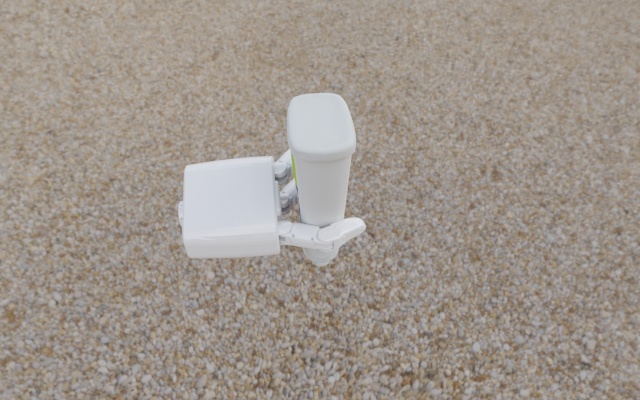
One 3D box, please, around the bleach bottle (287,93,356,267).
[{"bbox_3d":[0.000,0.002,0.575,0.068,0.102,0.251,-4,-43,-3],"label":"bleach bottle"}]
